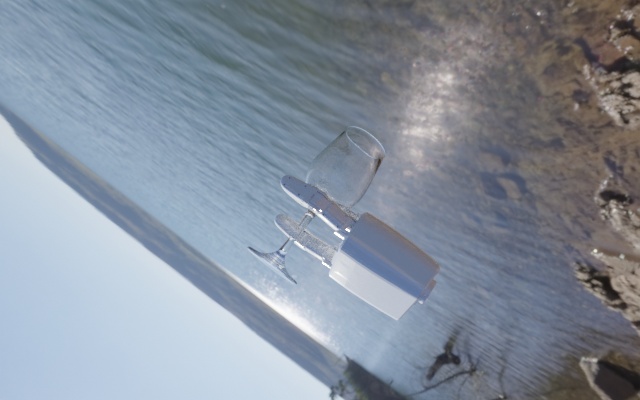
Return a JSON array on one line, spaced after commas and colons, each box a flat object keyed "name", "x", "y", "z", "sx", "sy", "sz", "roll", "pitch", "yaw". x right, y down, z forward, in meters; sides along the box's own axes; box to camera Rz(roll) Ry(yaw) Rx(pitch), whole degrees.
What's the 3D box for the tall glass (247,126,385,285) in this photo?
[{"name": "tall glass", "x": 0.000, "y": 0.002, "z": 0.594, "sx": 0.079, "sy": 0.201, "sz": 0.079, "roll": 35, "pitch": -14, "yaw": 10}]
